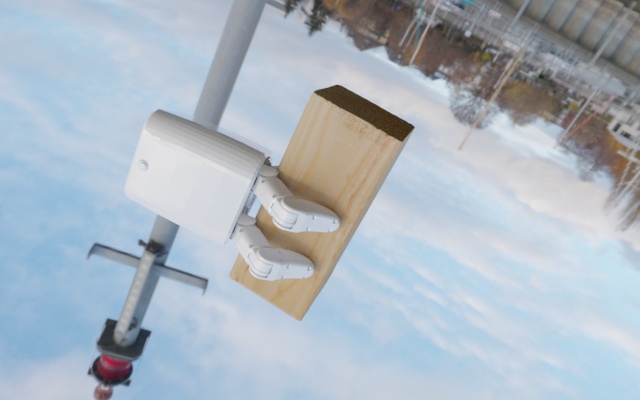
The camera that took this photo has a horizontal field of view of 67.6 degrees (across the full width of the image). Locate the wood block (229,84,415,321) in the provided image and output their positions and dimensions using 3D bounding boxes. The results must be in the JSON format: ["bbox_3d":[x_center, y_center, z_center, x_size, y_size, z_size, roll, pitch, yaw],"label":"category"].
[{"bbox_3d":[0.000,0.001,0.474,0.090,0.206,0.090,30,24,6],"label":"wood block"}]
